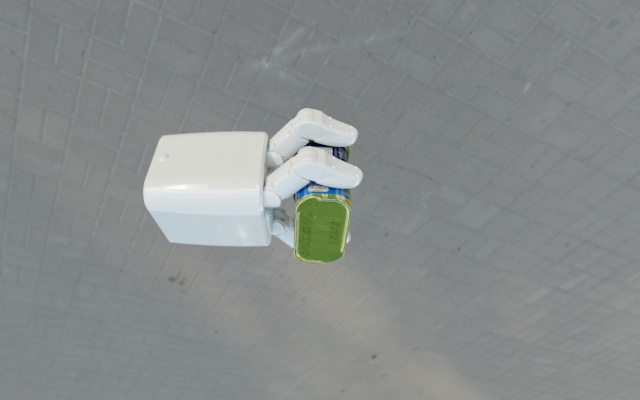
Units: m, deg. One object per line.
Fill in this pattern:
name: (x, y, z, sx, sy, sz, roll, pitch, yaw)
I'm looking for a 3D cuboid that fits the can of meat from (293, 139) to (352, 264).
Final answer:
can of meat: (0.000, 0.002, 0.477, 0.057, 0.083, 0.102, 2, -44, -3)
